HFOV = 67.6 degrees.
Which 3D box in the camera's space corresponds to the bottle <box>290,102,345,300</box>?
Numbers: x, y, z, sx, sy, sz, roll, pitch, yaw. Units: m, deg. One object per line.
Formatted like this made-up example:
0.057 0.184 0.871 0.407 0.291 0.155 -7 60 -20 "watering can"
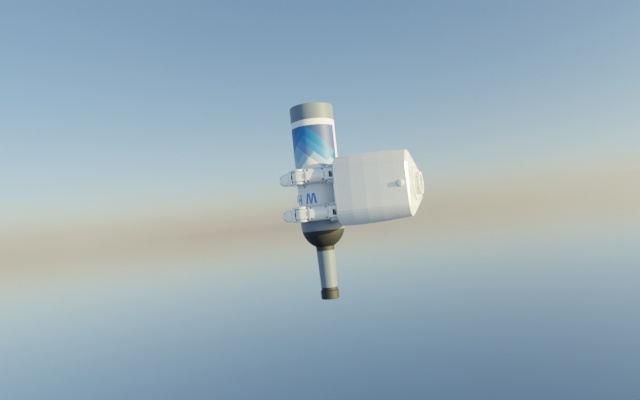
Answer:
0.000 0.002 0.733 0.069 0.295 0.069 -6 -3 0 "bottle"
